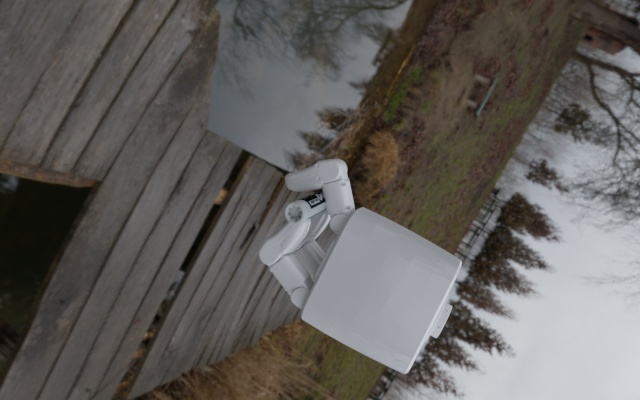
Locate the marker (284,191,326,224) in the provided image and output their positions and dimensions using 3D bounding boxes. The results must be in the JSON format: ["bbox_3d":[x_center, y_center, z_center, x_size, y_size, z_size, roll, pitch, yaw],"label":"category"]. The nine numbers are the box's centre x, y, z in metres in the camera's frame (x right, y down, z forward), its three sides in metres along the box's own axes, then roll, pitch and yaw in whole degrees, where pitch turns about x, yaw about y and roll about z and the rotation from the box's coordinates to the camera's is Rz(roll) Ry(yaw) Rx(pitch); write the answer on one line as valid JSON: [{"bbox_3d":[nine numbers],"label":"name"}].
[{"bbox_3d":[0.000,0.001,0.452,0.020,0.020,0.121,0,9,21],"label":"marker"}]
